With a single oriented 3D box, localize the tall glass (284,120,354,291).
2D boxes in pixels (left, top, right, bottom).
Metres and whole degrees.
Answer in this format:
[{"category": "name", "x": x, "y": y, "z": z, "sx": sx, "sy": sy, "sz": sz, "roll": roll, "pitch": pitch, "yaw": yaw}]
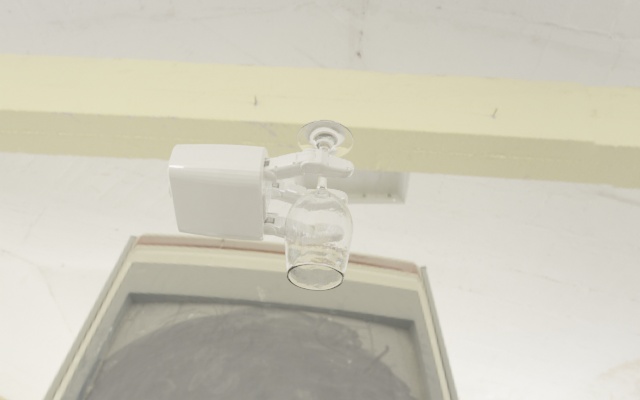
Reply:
[{"category": "tall glass", "x": 0.000, "y": 0.001, "z": 0.563, "sx": 0.079, "sy": 0.201, "sz": 0.079, "roll": 2, "pitch": -36, "yaw": 2}]
